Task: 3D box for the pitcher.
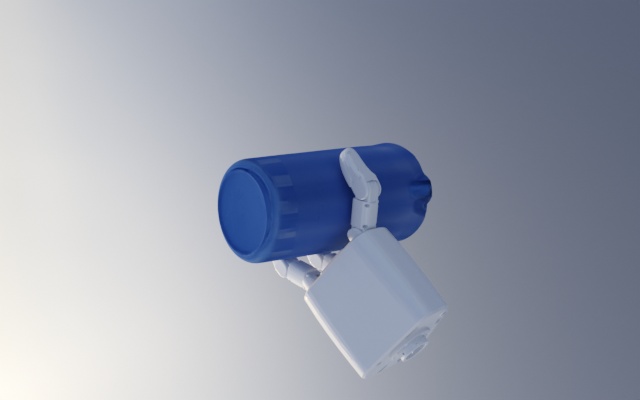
[{"bbox_3d":[0.000,0.002,0.570,0.243,0.149,0.145,-7,48,-43],"label":"pitcher"}]
